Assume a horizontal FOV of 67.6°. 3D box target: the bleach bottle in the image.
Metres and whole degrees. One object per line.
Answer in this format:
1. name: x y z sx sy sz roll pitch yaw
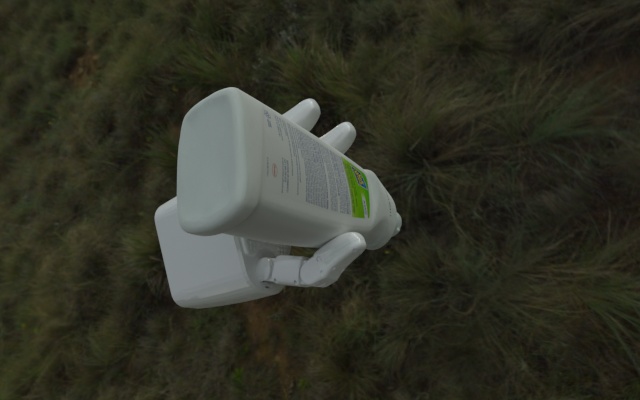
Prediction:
1. bleach bottle: 0.000 0.001 0.406 0.068 0.102 0.251 -20 -26 32
